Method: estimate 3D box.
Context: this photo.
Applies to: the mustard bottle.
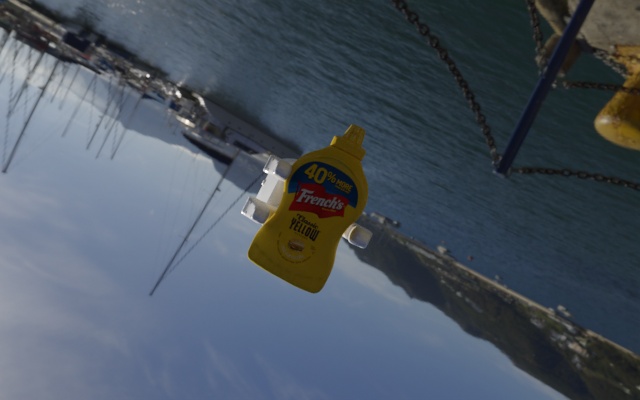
[{"bbox_3d":[0.000,0.002,0.547,0.096,0.191,0.058,28,1,6],"label":"mustard bottle"}]
